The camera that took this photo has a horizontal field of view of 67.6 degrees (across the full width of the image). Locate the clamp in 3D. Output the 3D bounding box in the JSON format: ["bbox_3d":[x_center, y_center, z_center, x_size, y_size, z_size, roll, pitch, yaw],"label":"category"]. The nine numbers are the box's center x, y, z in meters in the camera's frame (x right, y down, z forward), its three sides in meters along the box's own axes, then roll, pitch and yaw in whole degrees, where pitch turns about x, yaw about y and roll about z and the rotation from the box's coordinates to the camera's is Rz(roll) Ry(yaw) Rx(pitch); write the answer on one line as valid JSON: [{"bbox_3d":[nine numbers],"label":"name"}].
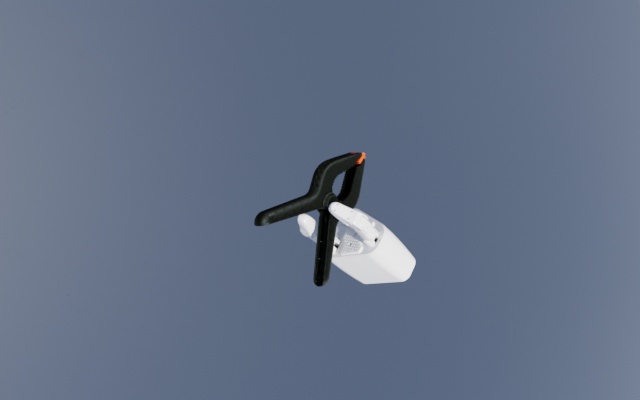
[{"bbox_3d":[0.001,0.002,0.708,0.036,0.210,0.165,9,-26,47],"label":"clamp"}]
